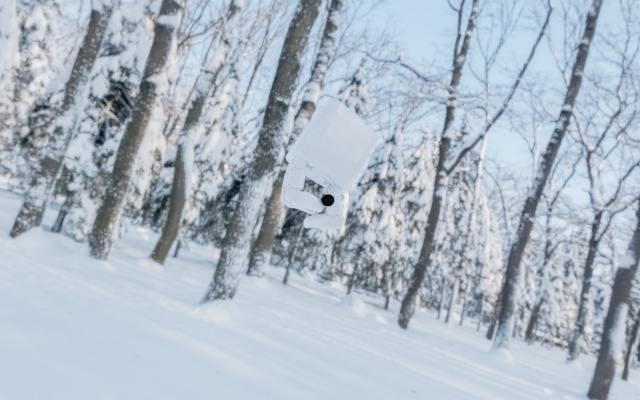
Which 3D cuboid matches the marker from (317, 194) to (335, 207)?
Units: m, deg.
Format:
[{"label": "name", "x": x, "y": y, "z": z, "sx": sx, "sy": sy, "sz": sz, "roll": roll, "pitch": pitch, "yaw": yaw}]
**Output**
[{"label": "marker", "x": 0.000, "y": 0.003, "z": 0.756, "sx": 0.020, "sy": 0.020, "sz": 0.121, "roll": 0, "pitch": -3, "yaw": -12}]
